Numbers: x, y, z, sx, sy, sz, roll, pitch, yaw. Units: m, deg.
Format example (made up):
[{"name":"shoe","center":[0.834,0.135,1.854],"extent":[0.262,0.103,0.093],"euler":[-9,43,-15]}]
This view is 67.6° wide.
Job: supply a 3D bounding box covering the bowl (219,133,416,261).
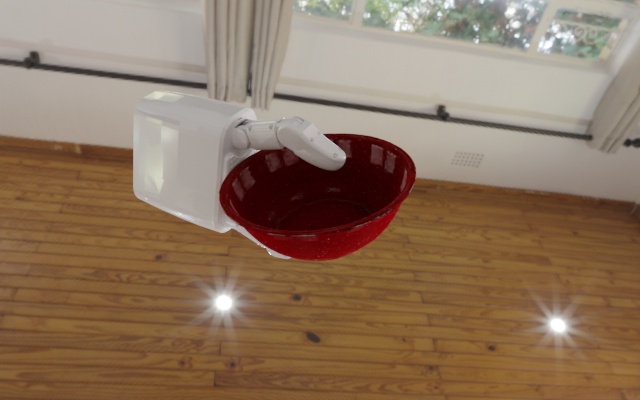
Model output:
[{"name":"bowl","center":[0.001,0.002,0.404],"extent":[0.162,0.055,0.162],"euler":[-7,32,4]}]
